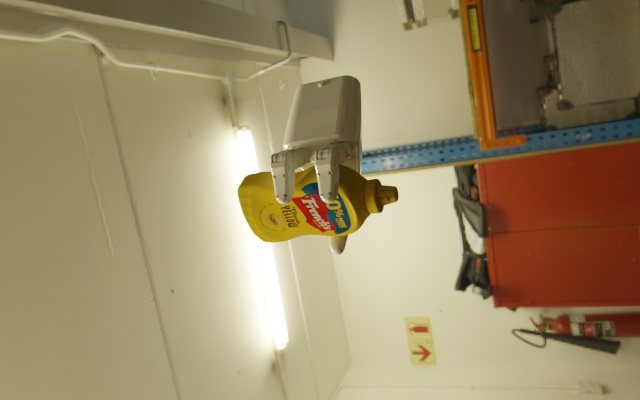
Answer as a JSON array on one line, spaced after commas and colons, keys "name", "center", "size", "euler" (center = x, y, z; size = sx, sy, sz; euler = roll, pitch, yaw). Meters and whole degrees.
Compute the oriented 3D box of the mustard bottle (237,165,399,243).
[{"name": "mustard bottle", "center": [0.000, 0.002, 0.584], "size": [0.191, 0.096, 0.058], "euler": [-7, 33, 22]}]
